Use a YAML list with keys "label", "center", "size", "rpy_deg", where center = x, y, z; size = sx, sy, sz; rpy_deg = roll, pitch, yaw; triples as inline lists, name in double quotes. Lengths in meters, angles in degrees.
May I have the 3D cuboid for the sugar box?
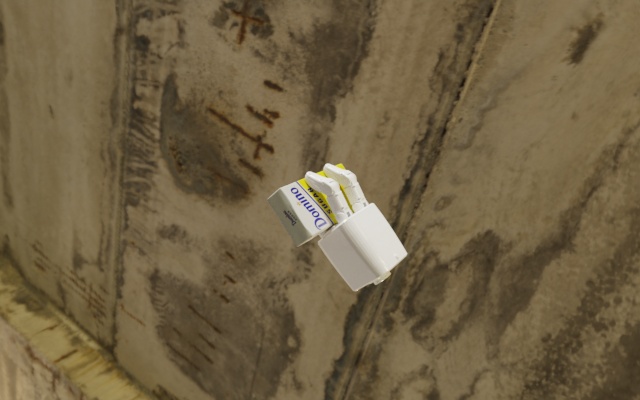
- label: "sugar box"
  center: [0.001, 0.002, 0.809]
  size: [0.048, 0.093, 0.176]
  rpy_deg: [-37, -7, 37]
